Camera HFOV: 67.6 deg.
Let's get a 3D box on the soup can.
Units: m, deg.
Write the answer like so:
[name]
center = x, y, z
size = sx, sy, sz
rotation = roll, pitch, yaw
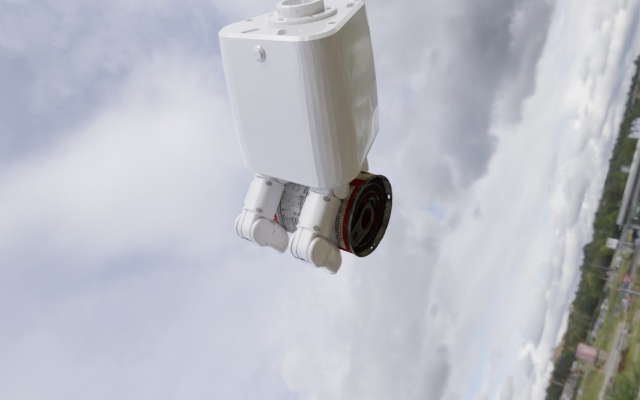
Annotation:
[soup can]
center = 0.000, 0.002, 0.405
size = 0.102, 0.068, 0.068
rotation = 15, 8, 32
